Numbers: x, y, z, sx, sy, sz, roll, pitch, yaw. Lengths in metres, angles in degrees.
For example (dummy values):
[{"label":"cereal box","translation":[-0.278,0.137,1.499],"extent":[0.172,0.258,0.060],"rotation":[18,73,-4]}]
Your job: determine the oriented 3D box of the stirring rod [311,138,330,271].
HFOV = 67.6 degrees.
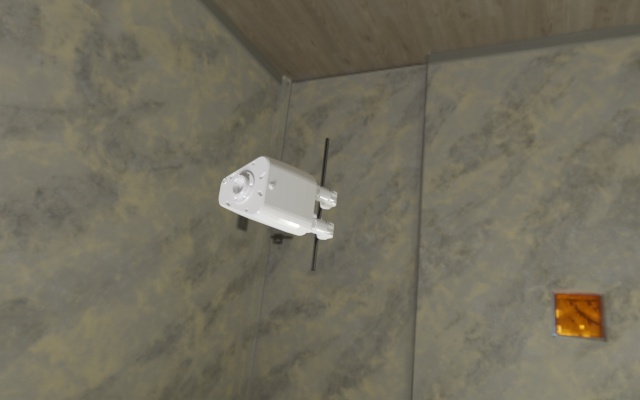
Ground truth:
[{"label":"stirring rod","translation":[0.000,0.003,0.837],"extent":[0.011,0.239,0.011],"rotation":[6,-16,2]}]
